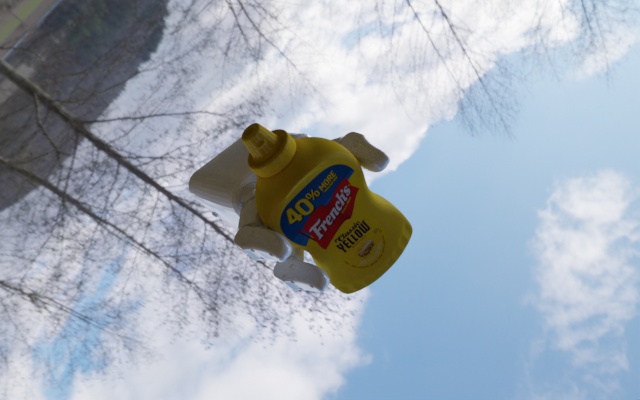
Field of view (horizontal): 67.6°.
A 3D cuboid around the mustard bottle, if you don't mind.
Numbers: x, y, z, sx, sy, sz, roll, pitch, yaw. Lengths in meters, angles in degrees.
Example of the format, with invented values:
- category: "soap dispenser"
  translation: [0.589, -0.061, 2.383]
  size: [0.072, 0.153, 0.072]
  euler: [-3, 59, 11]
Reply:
- category: "mustard bottle"
  translation: [0.000, 0.002, 0.418]
  size: [0.192, 0.096, 0.058]
  euler: [45, 3, -37]
